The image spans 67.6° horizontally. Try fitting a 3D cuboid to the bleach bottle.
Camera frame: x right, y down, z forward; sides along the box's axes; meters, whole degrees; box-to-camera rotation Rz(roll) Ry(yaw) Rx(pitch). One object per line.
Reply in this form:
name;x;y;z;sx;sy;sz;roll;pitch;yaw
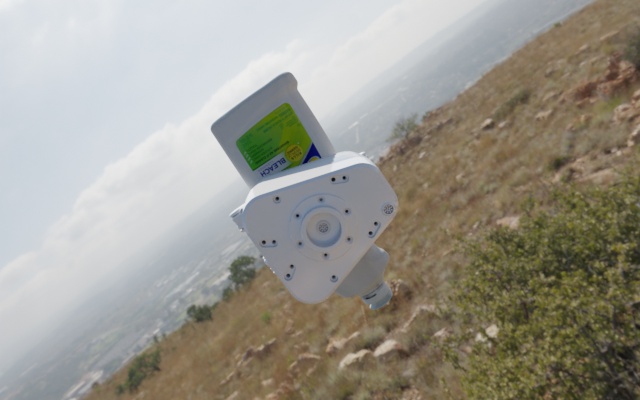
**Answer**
bleach bottle;0.000;0.002;0.492;0.102;0.251;0.068;-35;8;4
